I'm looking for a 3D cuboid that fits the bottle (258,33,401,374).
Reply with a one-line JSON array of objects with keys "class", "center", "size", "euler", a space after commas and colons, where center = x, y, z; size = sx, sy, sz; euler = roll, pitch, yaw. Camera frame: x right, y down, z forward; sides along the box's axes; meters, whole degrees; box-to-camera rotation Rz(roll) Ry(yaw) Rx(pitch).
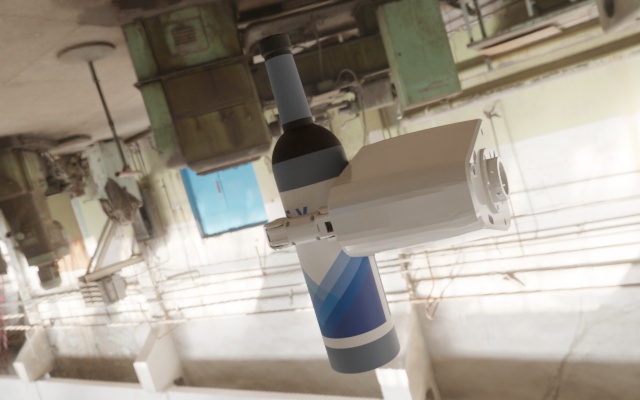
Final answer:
[{"class": "bottle", "center": [0.000, 0.002, 0.424], "size": [0.069, 0.296, 0.069], "euler": [-16, 5, 1]}]
